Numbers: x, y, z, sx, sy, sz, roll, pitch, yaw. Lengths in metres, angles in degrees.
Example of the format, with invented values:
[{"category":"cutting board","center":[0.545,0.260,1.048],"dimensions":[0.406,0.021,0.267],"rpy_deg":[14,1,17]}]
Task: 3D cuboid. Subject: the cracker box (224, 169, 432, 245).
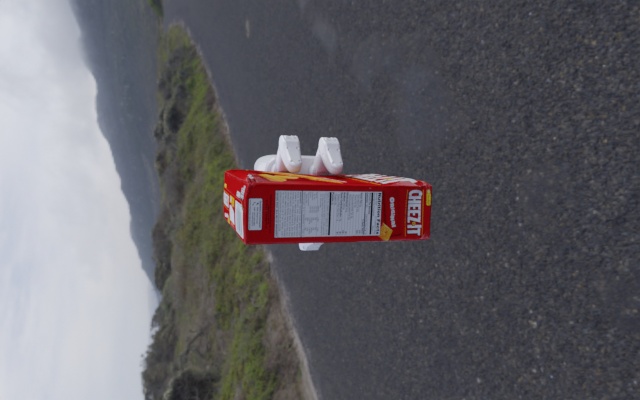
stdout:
[{"category":"cracker box","center":[0.000,0.002,0.577],"dimensions":[0.214,0.072,0.164],"rpy_deg":[0,7,-18]}]
